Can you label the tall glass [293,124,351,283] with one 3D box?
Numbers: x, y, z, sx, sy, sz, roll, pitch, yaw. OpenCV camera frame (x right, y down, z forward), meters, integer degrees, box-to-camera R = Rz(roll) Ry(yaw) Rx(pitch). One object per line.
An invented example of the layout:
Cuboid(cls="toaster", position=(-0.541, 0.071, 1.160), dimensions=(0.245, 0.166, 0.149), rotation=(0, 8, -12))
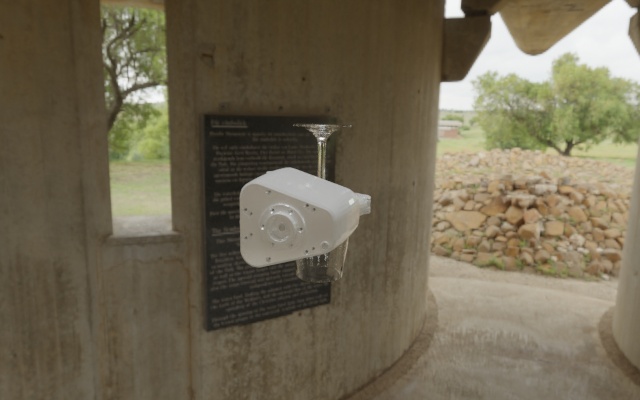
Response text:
Cuboid(cls="tall glass", position=(0.000, 0.001, 0.623), dimensions=(0.079, 0.201, 0.079), rotation=(1, 10, 0))
